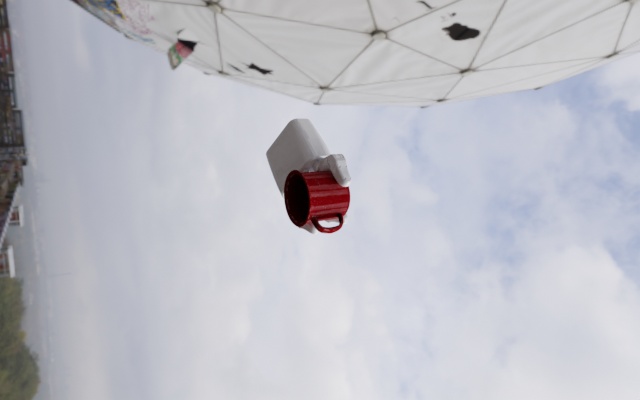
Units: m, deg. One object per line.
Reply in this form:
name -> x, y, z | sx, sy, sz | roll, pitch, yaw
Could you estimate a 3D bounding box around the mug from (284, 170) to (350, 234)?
mug -> 0.001, 0.004, 0.781 | 0.081, 0.117, 0.093 | -6, -36, -29
